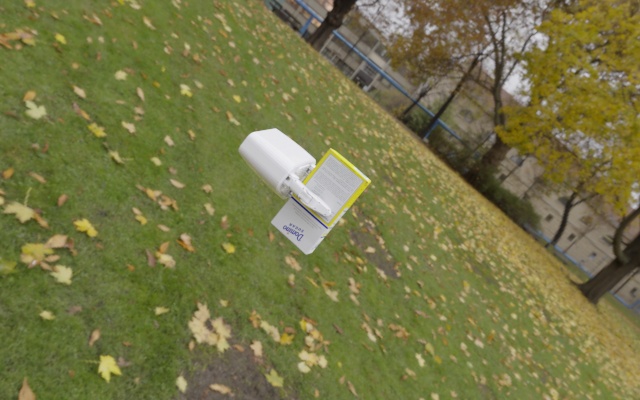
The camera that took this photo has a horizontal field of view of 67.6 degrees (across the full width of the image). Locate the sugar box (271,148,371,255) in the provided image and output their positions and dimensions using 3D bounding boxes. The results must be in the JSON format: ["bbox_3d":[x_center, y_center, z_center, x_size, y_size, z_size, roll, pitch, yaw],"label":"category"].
[{"bbox_3d":[0.000,0.003,0.872,0.093,0.176,0.048,42,11,11],"label":"sugar box"}]
